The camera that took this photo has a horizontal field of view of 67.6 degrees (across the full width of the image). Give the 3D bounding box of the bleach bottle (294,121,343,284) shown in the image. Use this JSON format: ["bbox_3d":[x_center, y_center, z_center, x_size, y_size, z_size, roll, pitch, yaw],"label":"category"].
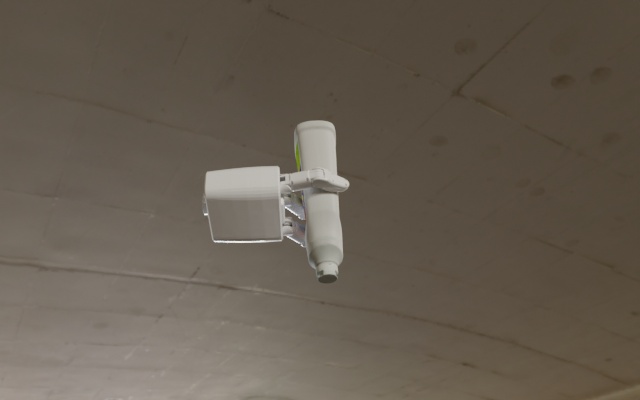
[{"bbox_3d":[0.000,0.002,0.726,0.068,0.250,0.103,-4,-36,-3],"label":"bleach bottle"}]
